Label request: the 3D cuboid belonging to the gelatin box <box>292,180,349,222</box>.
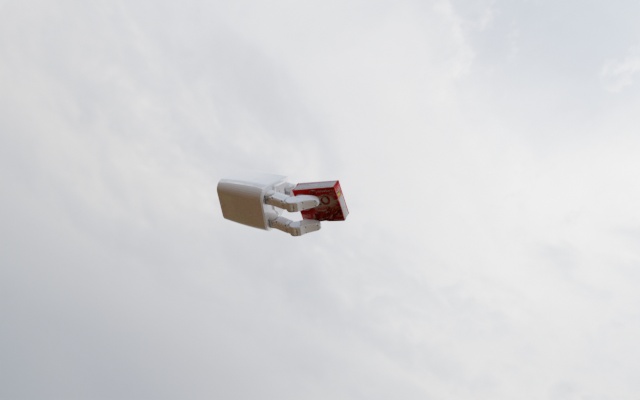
[{"bbox_3d":[0.001,0.003,0.878,0.089,0.073,0.030,-4,30,27],"label":"gelatin box"}]
